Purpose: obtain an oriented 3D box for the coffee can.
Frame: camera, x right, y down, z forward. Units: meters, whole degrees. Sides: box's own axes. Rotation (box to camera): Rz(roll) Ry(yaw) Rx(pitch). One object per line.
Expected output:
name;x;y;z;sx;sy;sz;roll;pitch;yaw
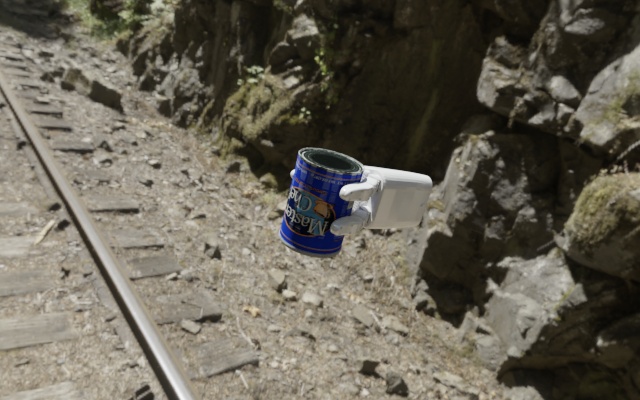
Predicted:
coffee can;0.000;0.003;0.735;0.103;0.140;0.102;13;21;-5
